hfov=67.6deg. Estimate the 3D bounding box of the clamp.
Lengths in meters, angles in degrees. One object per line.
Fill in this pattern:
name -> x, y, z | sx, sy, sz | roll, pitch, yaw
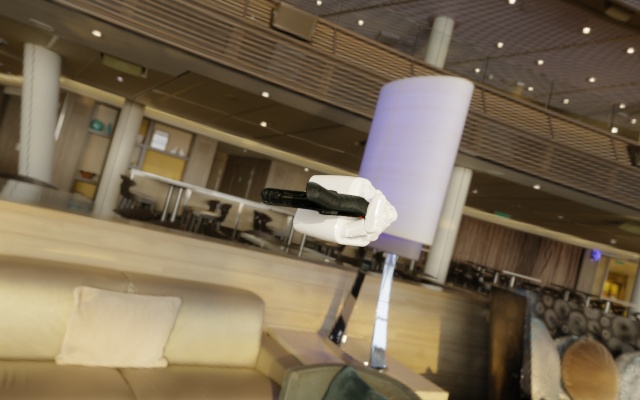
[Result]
clamp -> 0.000, 0.002, 0.699 | 0.120, 0.039, 0.171 | 5, -9, 43
